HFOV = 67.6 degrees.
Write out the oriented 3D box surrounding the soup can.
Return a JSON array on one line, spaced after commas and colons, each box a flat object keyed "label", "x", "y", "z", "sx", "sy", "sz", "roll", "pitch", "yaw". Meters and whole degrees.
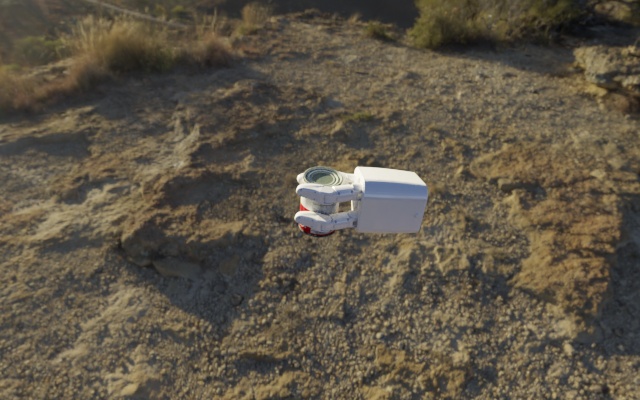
[{"label": "soup can", "x": 0.000, "y": 0.002, "z": 0.807, "sx": 0.068, "sy": 0.102, "sz": 0.068, "roll": 4, "pitch": 35, "yaw": -3}]
